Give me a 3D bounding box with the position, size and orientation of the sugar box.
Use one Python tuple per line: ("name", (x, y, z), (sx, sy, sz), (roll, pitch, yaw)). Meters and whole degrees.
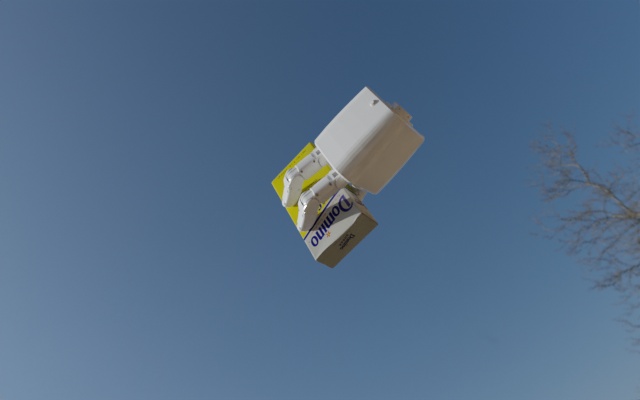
("sugar box", (0.000, 0.002, 0.690), (0.048, 0.093, 0.176), (32, 17, -43))
